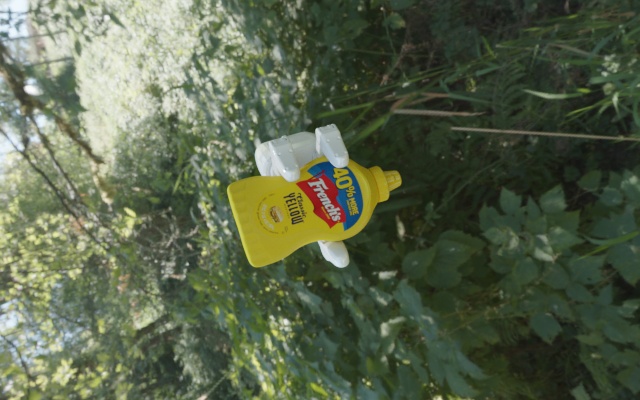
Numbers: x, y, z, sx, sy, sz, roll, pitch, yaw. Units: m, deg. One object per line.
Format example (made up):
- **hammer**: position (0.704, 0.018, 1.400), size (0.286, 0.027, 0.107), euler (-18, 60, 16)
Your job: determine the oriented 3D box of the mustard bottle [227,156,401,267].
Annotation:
- **mustard bottle**: position (0.000, 0.002, 0.535), size (0.191, 0.096, 0.058), euler (-17, -4, -10)
